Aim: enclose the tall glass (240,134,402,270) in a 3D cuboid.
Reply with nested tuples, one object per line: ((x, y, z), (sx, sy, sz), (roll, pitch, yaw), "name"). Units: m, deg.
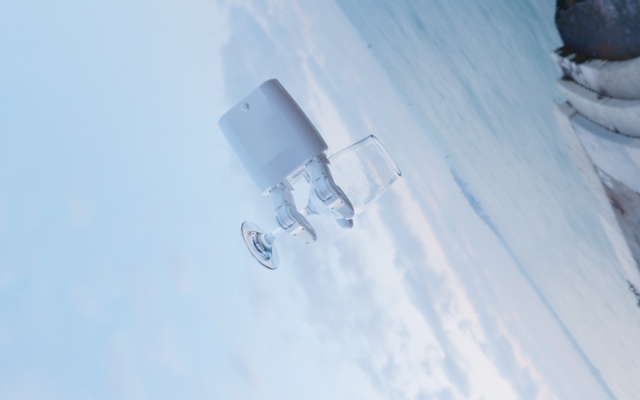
((0.000, 0.002, 0.590), (0.201, 0.079, 0.079), (-35, -10, 15), "tall glass")
